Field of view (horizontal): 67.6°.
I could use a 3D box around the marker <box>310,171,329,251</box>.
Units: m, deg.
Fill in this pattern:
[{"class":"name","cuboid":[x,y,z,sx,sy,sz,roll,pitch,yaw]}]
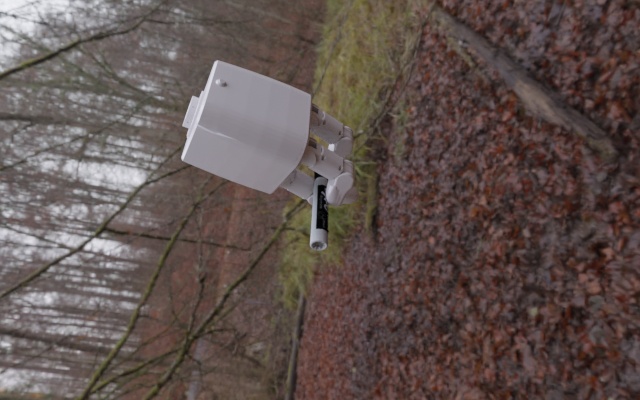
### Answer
[{"class":"marker","cuboid":[0.000,0.002,0.532,0.020,0.121,0.020,1,-41,1]}]
